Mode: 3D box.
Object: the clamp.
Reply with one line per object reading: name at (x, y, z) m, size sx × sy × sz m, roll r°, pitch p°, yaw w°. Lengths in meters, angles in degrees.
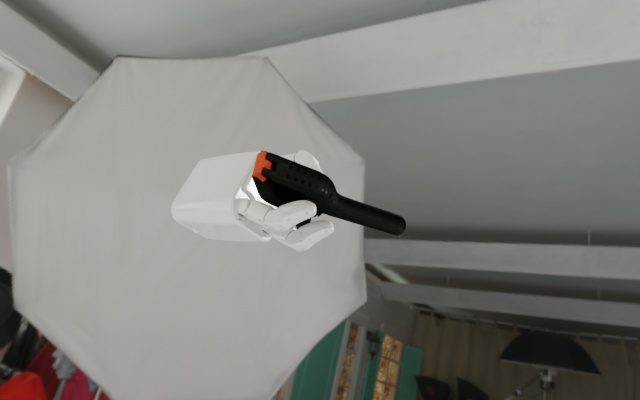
clamp at (0.000, 0.001, 0.576) m, size 0.164 × 0.036 × 0.210 m, roll -3°, pitch -26°, yaw 28°
